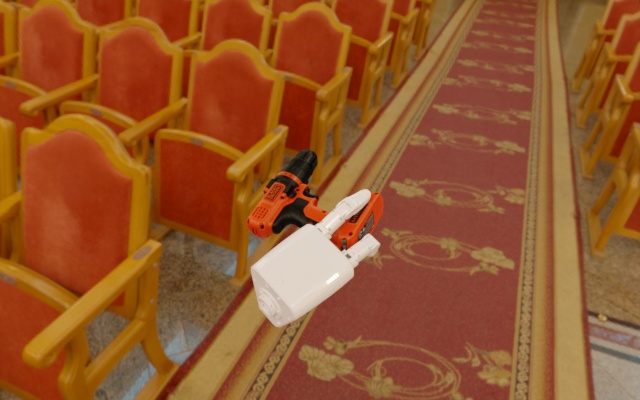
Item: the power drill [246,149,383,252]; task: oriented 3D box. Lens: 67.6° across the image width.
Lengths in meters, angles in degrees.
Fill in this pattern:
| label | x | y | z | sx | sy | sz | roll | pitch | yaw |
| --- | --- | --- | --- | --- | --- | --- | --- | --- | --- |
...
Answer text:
| label | x | y | z | sx | sy | sz | roll | pitch | yaw |
| --- | --- | --- | --- | --- | --- | --- | --- | --- | --- |
| power drill | 0.000 | 0.003 | 0.758 | 0.187 | 0.184 | 0.057 | 17 | -32 | 26 |
